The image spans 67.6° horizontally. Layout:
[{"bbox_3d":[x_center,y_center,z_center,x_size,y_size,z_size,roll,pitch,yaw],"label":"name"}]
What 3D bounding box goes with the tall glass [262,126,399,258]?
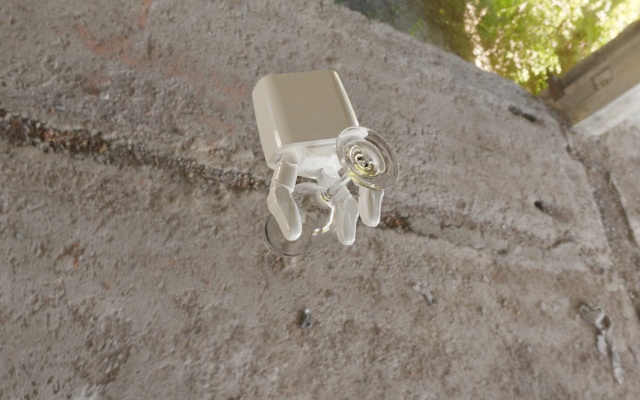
[{"bbox_3d":[0.000,0.002,0.544,0.079,0.079,0.201,0,-27,-32],"label":"tall glass"}]
